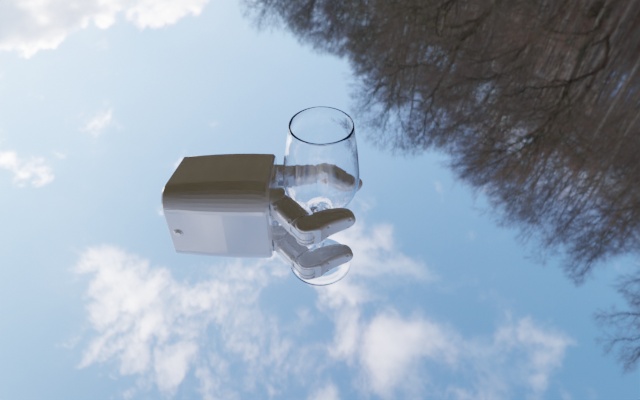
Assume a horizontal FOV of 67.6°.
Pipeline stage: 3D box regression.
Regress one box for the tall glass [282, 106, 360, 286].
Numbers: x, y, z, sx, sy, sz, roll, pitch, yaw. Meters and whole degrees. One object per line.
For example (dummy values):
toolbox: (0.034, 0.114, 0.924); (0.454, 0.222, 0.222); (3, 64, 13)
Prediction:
tall glass: (0.000, 0.002, 0.510); (0.079, 0.201, 0.079); (1, 44, 0)
